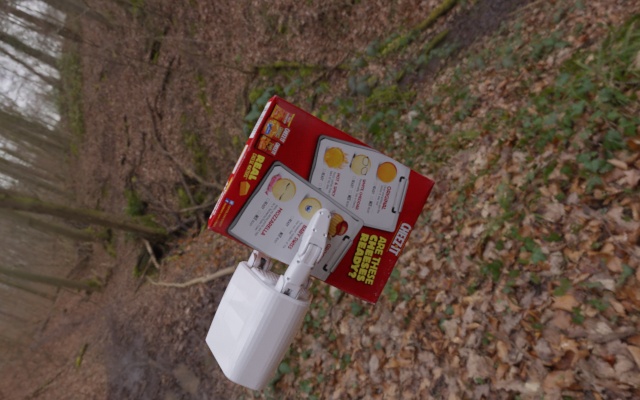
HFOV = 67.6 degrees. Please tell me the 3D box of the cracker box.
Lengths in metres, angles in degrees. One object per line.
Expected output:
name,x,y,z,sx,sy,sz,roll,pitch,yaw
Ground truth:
cracker box,0.000,0.002,0.563,0.214,0.164,0.072,26,0,-14
